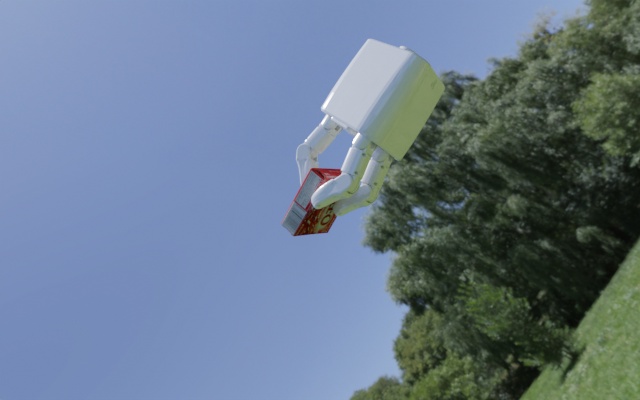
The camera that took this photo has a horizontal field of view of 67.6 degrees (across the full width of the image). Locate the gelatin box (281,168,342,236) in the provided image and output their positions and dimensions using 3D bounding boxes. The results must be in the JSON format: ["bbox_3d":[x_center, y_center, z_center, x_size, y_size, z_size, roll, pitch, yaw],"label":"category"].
[{"bbox_3d":[0.000,0.002,0.607,0.030,0.089,0.073,41,23,28],"label":"gelatin box"}]
